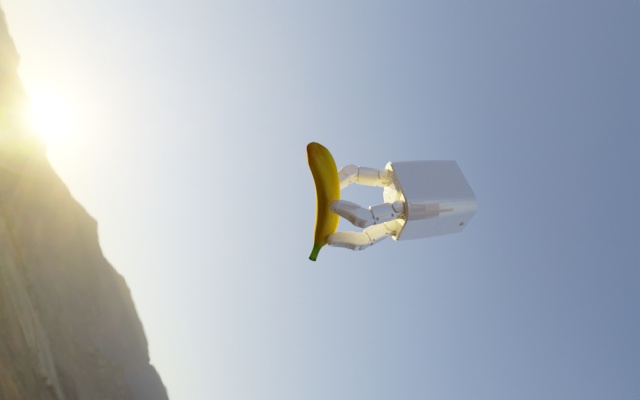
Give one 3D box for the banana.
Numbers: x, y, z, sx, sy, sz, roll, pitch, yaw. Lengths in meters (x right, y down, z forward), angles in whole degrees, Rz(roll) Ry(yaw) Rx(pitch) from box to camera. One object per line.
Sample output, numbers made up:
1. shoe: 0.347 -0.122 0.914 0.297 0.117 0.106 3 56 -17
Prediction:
1. banana: 0.005 -0.006 0.666 0.037 0.198 0.069 8 37 14
